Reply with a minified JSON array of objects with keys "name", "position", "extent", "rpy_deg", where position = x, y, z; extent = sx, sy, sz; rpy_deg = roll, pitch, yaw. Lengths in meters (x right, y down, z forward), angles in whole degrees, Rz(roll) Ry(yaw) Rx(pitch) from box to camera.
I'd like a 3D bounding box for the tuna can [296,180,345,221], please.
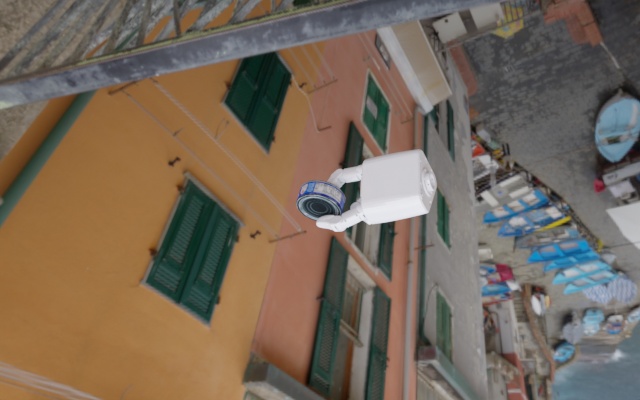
[{"name":"tuna can","position":[0.000,0.003,0.866],"extent":[0.086,0.033,0.086],"rpy_deg":[11,-35,8]}]
